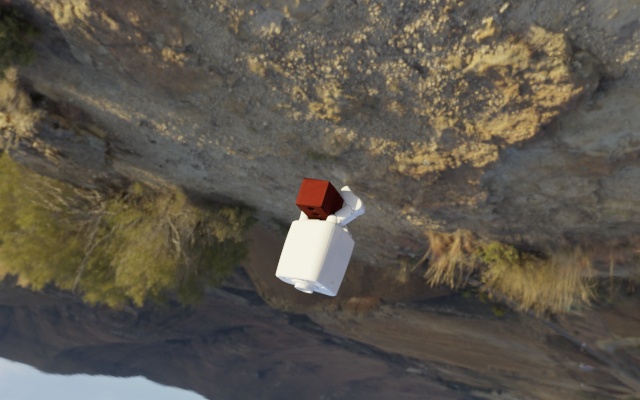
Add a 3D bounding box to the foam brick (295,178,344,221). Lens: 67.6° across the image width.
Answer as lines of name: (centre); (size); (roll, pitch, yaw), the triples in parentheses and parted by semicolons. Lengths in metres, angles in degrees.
foam brick: (0.000, 0.003, 0.840); (0.053, 0.051, 0.078); (7, -24, 29)
